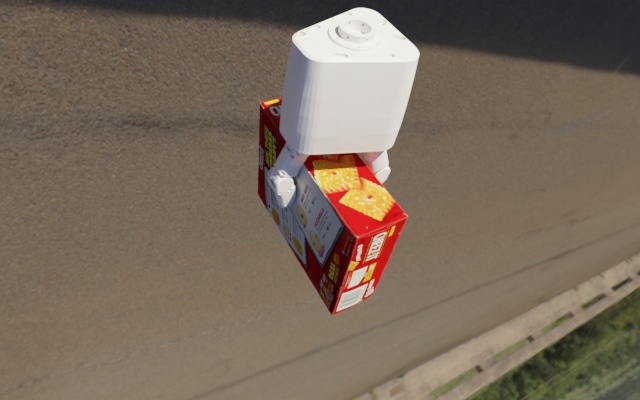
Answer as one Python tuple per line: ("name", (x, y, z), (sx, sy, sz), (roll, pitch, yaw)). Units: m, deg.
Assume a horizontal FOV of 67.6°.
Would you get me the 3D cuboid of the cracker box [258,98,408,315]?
("cracker box", (0.000, 0.002, 0.570), (0.072, 0.213, 0.164), (-19, -34, -23))
